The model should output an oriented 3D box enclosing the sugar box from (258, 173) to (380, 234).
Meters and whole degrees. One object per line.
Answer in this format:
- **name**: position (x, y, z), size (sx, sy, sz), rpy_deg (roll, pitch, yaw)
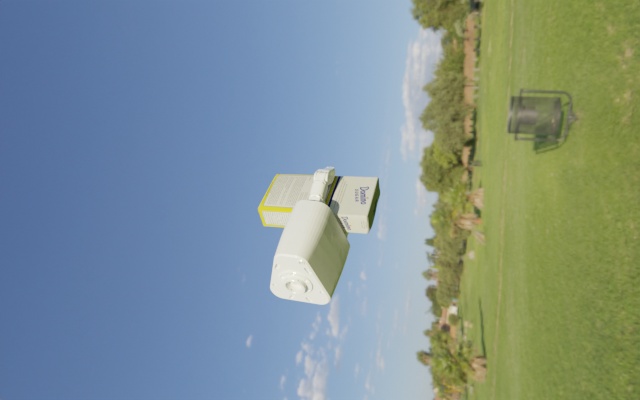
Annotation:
- **sugar box**: position (0.000, 0.003, 0.759), size (0.176, 0.048, 0.093), rpy_deg (5, 44, 17)
